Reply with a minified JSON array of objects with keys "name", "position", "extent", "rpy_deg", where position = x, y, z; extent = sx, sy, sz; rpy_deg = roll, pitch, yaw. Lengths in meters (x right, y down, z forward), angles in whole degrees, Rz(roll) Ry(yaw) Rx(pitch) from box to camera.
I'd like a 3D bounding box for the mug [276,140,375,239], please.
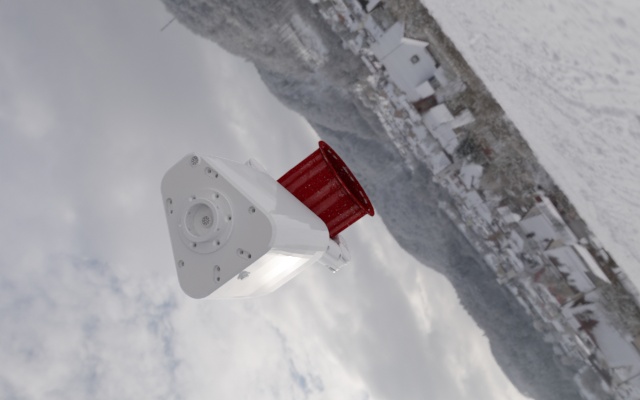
[{"name":"mug","position":[0.000,0.002,0.500],"extent":[0.081,0.093,0.117],"rpy_deg":[-36,-19,13]}]
